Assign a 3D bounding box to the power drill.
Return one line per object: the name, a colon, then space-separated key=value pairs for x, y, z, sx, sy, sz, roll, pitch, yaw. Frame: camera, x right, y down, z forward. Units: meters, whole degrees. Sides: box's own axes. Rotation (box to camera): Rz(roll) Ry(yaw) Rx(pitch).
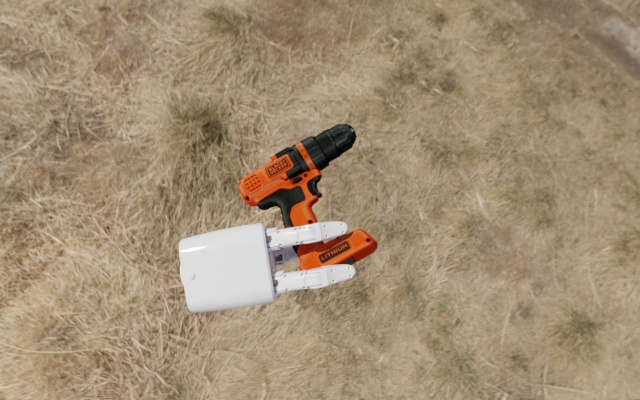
power drill: x=0.000 y=0.003 z=0.653 sx=0.184 sy=0.187 sz=0.057 roll=-31 pitch=-23 yaw=3
